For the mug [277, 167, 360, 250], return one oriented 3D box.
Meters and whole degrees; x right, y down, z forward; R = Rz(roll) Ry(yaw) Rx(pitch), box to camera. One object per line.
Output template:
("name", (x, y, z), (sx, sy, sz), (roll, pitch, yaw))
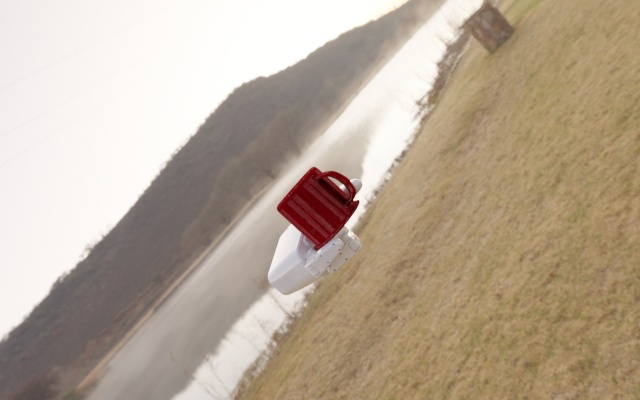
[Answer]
("mug", (0.001, 0.001, 0.650), (0.117, 0.081, 0.093), (-43, 8, 45))
